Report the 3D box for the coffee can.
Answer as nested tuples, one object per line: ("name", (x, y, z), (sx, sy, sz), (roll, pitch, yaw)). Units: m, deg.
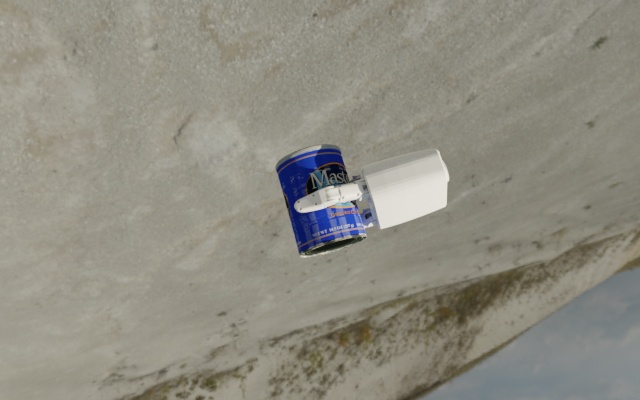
("coffee can", (0.000, 0.002, 0.704), (0.103, 0.140, 0.103), (-15, -13, -4))
